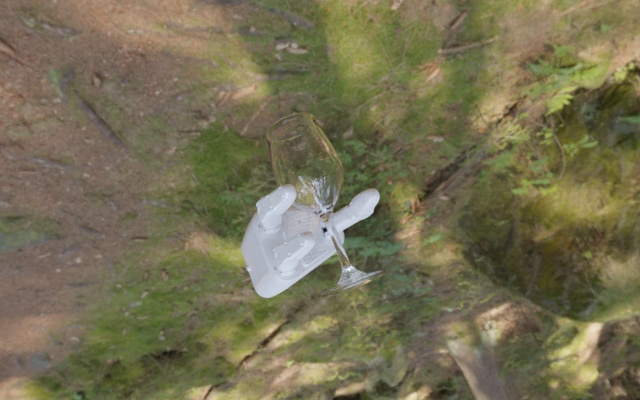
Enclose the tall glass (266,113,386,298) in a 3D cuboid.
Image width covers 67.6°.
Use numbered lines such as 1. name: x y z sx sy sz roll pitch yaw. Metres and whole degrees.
1. tall glass: 0.000 0.002 0.538 0.079 0.201 0.079 -20 -16 -6
